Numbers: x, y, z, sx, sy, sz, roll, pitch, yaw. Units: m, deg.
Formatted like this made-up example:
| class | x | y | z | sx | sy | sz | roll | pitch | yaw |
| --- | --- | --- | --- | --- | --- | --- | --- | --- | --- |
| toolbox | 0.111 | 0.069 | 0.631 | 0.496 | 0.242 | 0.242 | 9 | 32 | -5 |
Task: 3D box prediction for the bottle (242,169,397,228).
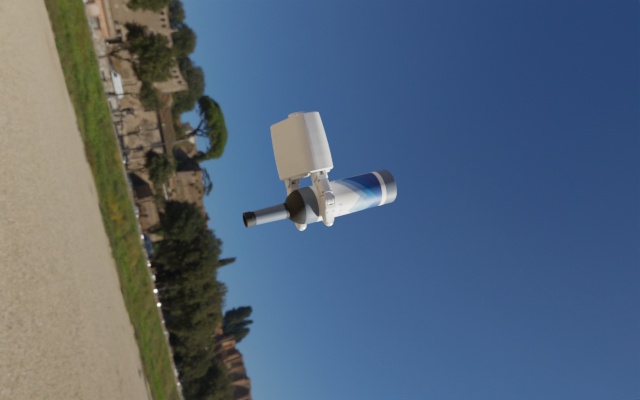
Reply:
| class | x | y | z | sx | sy | sz | roll | pitch | yaw |
| --- | --- | --- | --- | --- | --- | --- | --- | --- | --- |
| bottle | 0.000 | 0.003 | 0.889 | 0.295 | 0.069 | 0.069 | -14 | 5 | -22 |
